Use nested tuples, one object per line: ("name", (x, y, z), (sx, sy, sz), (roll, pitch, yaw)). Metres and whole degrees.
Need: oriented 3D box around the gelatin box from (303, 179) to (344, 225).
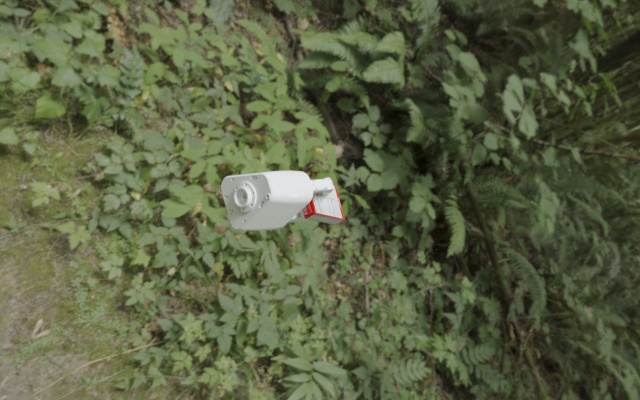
("gelatin box", (0.001, 0.003, 0.899), (0.030, 0.073, 0.089), (-30, -28, 34))
